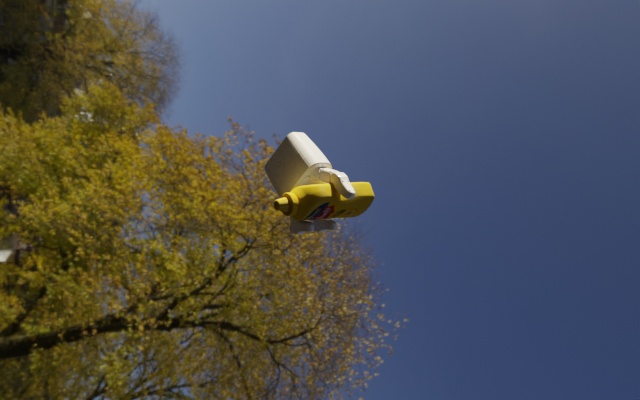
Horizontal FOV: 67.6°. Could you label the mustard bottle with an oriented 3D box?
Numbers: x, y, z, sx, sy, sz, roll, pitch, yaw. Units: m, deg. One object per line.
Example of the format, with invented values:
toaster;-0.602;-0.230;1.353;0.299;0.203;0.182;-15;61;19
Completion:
mustard bottle;0.000;0.003;0.871;0.191;0.058;0.096;-3;-22;-37
